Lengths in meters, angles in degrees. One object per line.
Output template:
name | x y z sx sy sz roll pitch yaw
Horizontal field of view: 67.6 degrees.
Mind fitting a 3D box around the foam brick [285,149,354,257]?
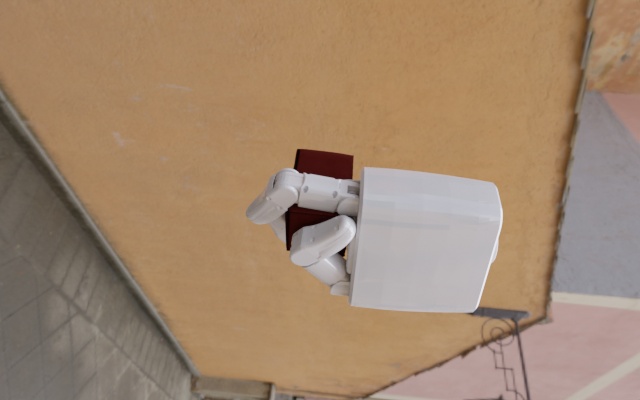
foam brick | 0.000 0.001 0.413 0.051 0.078 0.053 5 -43 2
